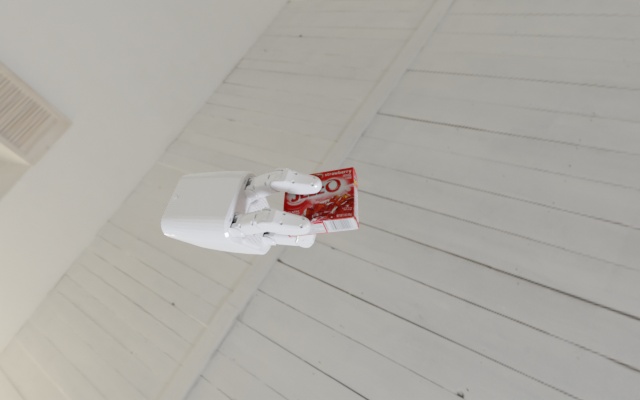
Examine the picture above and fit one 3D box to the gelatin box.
[{"bbox_3d":[0.001,0.002,0.572,0.089,0.073,0.030,-8,-36,14],"label":"gelatin box"}]
